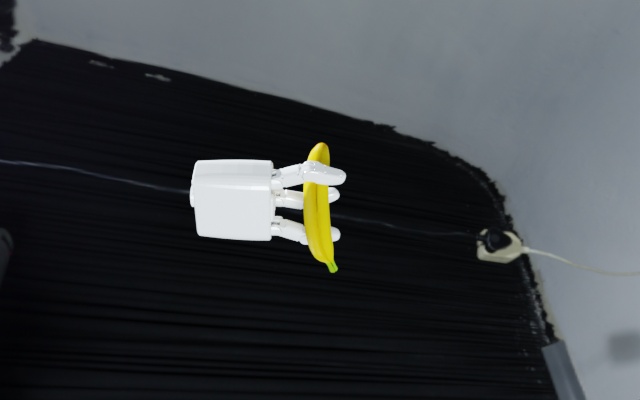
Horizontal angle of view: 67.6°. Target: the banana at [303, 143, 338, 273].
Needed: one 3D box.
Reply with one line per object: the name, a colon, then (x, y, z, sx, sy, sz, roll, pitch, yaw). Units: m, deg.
banana: (-0.003, 0.001, 0.680, 0.037, 0.197, 0.070, -5, -16, 9)
